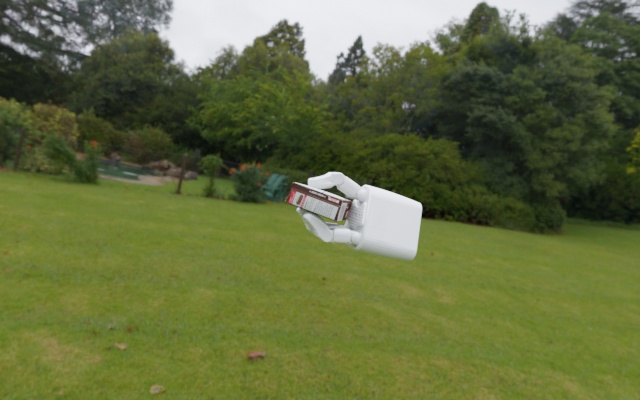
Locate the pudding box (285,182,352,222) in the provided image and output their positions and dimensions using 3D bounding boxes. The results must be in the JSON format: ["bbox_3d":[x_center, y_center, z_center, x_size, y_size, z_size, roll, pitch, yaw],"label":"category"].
[{"bbox_3d":[0.000,0.002,0.796,0.090,0.039,0.113,19,1,10],"label":"pudding box"}]
